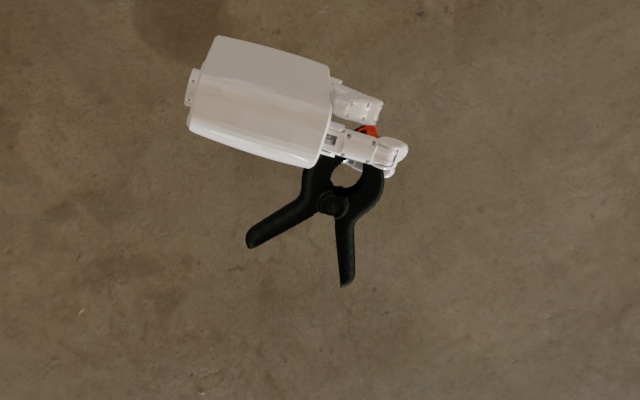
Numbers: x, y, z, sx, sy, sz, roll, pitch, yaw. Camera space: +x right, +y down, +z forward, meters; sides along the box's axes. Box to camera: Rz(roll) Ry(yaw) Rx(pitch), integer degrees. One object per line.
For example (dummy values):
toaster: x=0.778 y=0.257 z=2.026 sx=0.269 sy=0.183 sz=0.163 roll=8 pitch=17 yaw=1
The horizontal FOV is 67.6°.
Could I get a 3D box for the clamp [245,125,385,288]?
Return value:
clamp: x=0.000 y=0.002 z=0.467 sx=0.120 sy=0.171 sz=0.039 roll=14 pitch=21 yaw=-13
